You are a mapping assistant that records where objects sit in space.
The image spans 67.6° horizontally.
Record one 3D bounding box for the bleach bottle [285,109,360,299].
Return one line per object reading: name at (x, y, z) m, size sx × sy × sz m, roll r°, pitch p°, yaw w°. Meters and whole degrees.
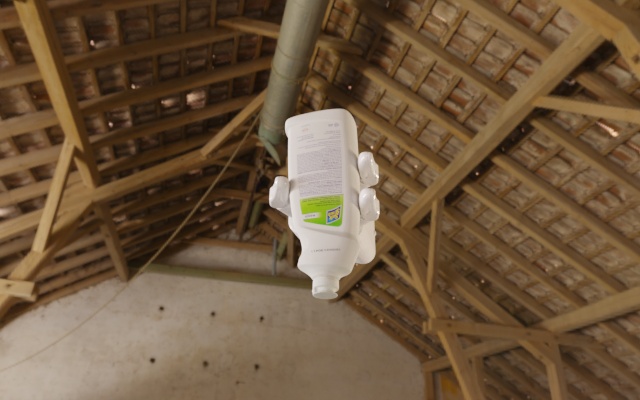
bleach bottle at (0.000, 0.002, 0.618) m, size 0.102 × 0.250 × 0.068 m, roll -8°, pitch -30°, yaw 18°
